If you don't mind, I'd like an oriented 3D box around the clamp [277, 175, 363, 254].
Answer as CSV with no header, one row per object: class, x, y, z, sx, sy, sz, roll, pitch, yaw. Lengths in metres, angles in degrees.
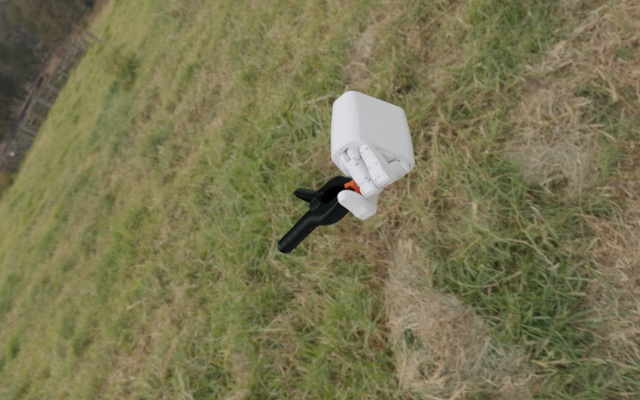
clamp,0.000,0.002,0.722,0.039,0.120,0.171,32,-47,-32
